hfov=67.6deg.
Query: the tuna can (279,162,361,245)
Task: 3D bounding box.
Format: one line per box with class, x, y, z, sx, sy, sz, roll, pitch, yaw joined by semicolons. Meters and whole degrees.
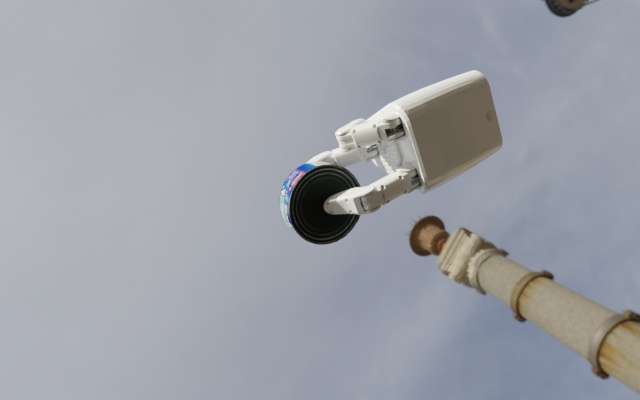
tuna can;0.000;0.002;0.510;0.086;0.086;0.033;0;12;-26
